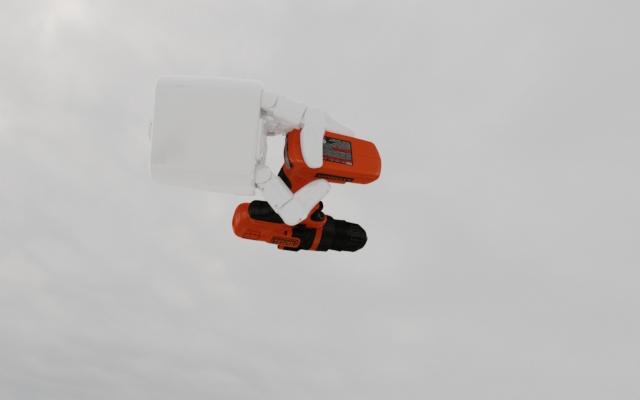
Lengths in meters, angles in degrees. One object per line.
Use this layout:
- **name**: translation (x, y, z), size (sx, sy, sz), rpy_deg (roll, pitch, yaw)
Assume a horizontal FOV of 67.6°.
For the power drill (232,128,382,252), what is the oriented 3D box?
- **power drill**: translation (0.000, 0.002, 0.576), size (0.184, 0.057, 0.188), rpy_deg (9, -38, -19)
